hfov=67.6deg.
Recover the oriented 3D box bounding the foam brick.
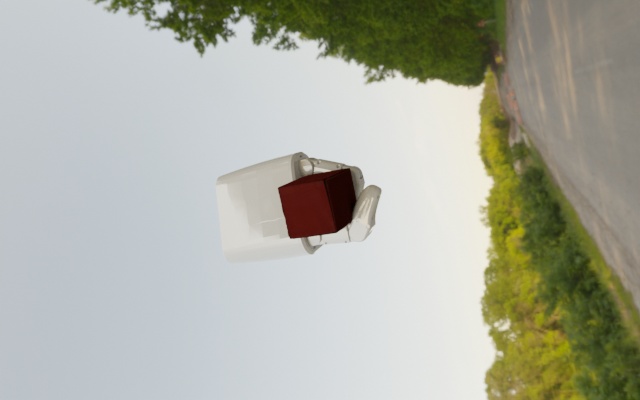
[{"bbox_3d":[0.000,0.002,0.476,0.051,0.053,0.078,-9,8,22],"label":"foam brick"}]
